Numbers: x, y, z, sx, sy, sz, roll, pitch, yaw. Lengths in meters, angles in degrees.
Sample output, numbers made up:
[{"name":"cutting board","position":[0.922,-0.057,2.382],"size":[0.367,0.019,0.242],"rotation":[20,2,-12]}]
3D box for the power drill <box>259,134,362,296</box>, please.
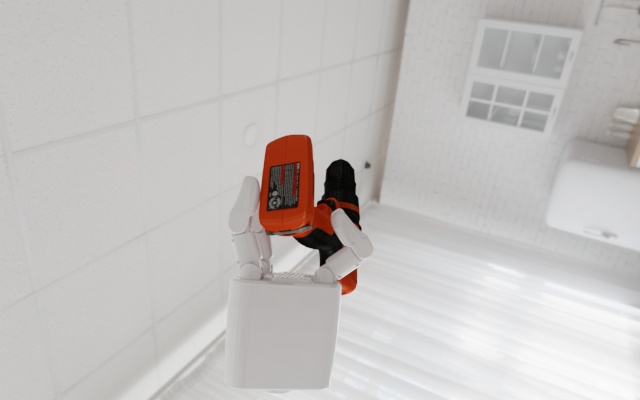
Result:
[{"name":"power drill","position":[0.000,0.002,0.557],"size":[0.057,0.184,0.188],"rotation":[-11,-28,21]}]
